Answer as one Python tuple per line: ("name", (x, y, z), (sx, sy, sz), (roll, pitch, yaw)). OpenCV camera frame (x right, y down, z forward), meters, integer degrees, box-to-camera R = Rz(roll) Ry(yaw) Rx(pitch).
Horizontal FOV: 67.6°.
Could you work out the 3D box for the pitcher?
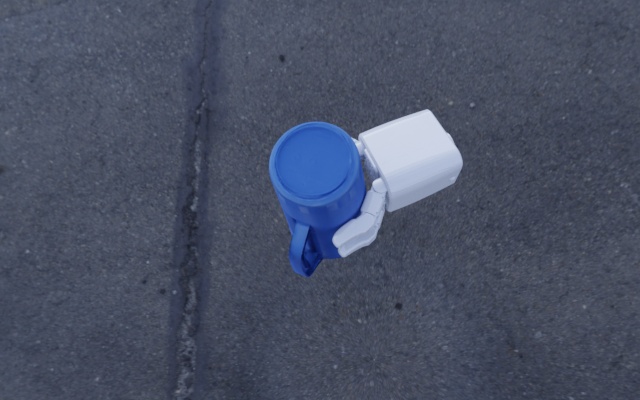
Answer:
("pitcher", (0.000, 0.002, 0.657), (0.145, 0.149, 0.243), (-22, -19, -1))
